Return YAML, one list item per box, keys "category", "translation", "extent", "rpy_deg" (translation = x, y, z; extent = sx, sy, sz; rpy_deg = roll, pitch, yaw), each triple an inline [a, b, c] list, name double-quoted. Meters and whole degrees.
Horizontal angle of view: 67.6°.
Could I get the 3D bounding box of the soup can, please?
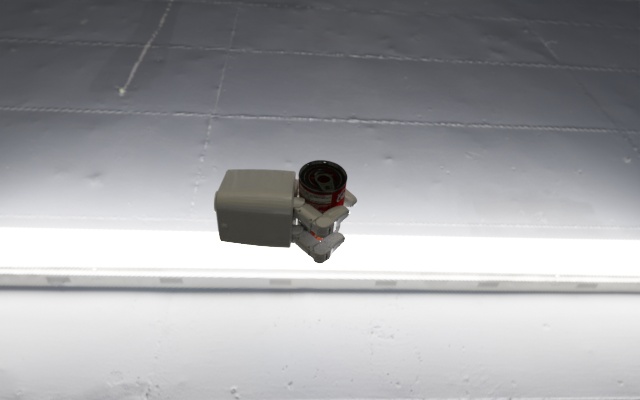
- category: "soup can"
  translation: [0.001, 0.002, 0.691]
  extent: [0.068, 0.102, 0.068]
  rpy_deg: [3, 43, -3]
